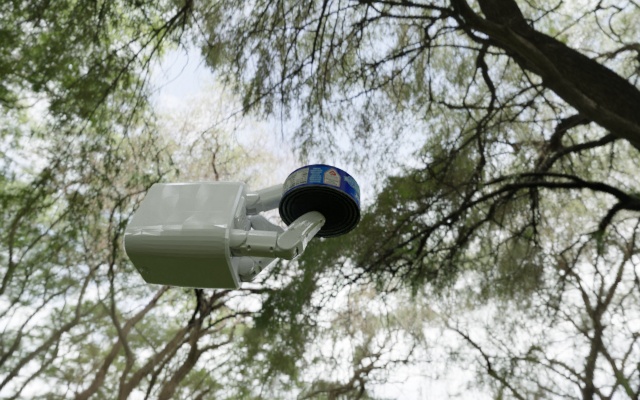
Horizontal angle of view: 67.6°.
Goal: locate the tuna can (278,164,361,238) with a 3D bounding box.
[{"bbox_3d":[0.000,0.001,0.505,0.086,0.033,0.086,4,-40,3],"label":"tuna can"}]
